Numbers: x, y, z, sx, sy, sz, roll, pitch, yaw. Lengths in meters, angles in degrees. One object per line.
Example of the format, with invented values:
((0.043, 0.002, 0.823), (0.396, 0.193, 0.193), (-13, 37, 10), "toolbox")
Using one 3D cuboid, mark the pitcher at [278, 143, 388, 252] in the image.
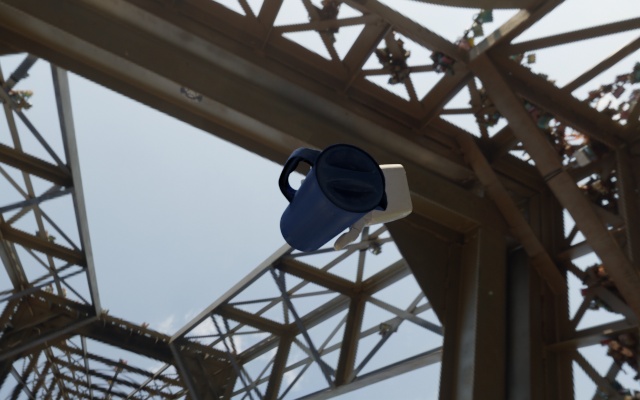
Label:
((0.000, 0.003, 0.896), (0.145, 0.149, 0.243), (-11, -20, -30), "pitcher")
